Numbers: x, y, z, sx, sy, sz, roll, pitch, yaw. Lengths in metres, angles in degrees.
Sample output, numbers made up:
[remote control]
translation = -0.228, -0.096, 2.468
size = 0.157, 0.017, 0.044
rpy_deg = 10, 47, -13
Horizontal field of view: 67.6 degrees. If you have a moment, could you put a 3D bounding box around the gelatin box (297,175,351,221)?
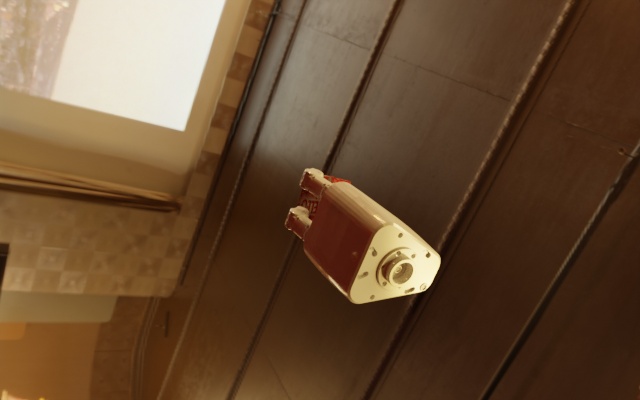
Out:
[gelatin box]
translation = 0.000, 0.002, 0.639
size = 0.030, 0.073, 0.089
rpy_deg = 14, 3, -26
